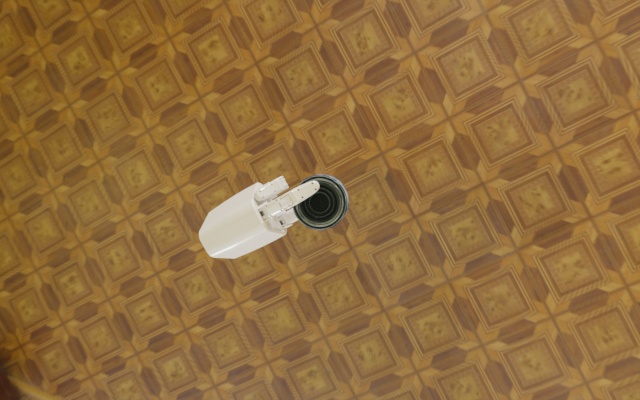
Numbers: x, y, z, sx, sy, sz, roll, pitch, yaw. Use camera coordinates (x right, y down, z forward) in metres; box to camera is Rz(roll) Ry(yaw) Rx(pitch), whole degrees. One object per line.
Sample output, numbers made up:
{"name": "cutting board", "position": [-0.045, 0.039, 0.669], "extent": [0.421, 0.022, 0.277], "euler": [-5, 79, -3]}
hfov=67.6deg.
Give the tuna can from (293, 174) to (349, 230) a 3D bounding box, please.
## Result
{"name": "tuna can", "position": [0.000, 0.002, 0.734], "extent": [0.086, 0.086, 0.034], "euler": [0, 4, 7]}
